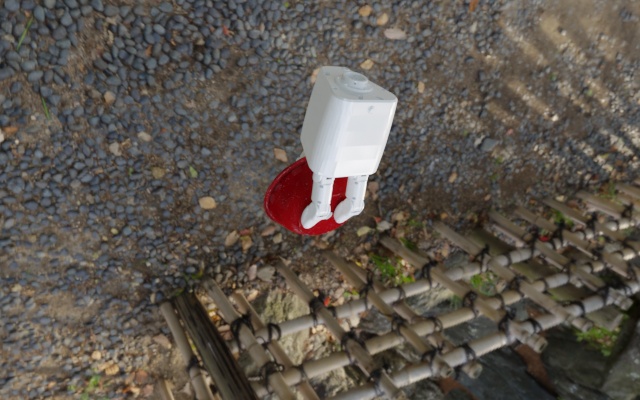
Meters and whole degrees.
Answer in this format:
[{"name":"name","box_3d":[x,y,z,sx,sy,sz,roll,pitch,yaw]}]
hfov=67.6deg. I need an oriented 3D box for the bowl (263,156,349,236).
[{"name":"bowl","box_3d":[0.000,0.003,0.710,0.162,0.055,0.162,-20,-34,-14]}]
